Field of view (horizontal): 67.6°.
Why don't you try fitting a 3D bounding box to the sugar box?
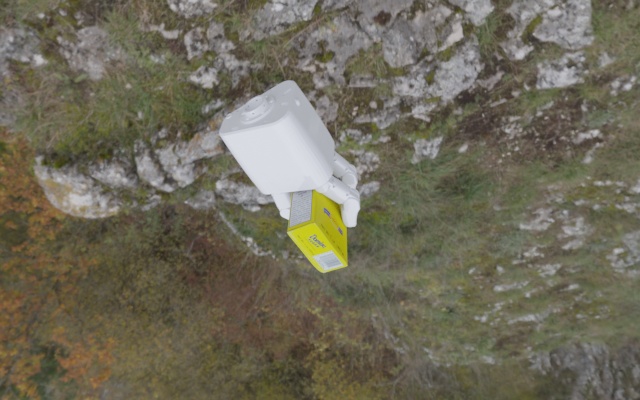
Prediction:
[{"bbox_3d":[0.001,0.002,0.656,0.048,0.176,0.093,-18,-50,21],"label":"sugar box"}]
